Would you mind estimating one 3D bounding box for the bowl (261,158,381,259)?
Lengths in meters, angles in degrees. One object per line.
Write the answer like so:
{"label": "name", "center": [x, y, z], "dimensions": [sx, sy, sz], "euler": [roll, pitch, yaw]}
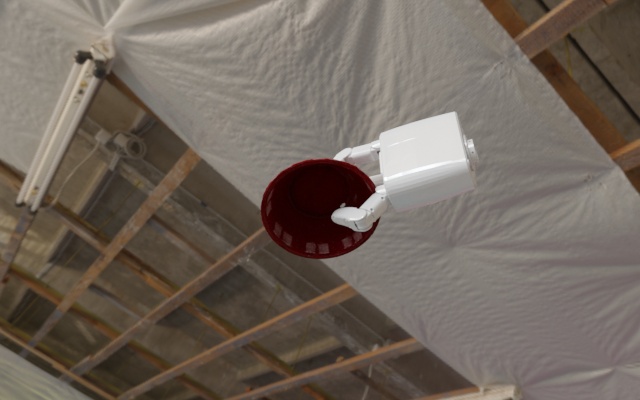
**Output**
{"label": "bowl", "center": [-0.001, 0.002, 0.658], "dimensions": [0.162, 0.162, 0.055], "euler": [0, 33, -3]}
